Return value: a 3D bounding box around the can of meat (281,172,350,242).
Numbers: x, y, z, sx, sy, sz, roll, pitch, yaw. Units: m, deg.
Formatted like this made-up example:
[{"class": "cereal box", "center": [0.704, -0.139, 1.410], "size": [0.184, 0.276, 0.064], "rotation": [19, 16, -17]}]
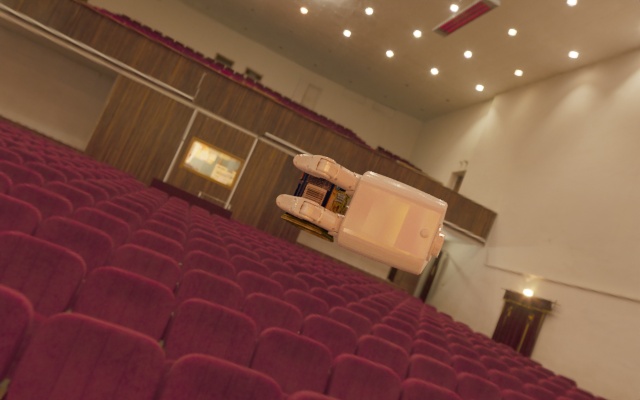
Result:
[{"class": "can of meat", "center": [0.000, 0.002, 0.632], "size": [0.057, 0.084, 0.102], "rotation": [21, -7, 19]}]
